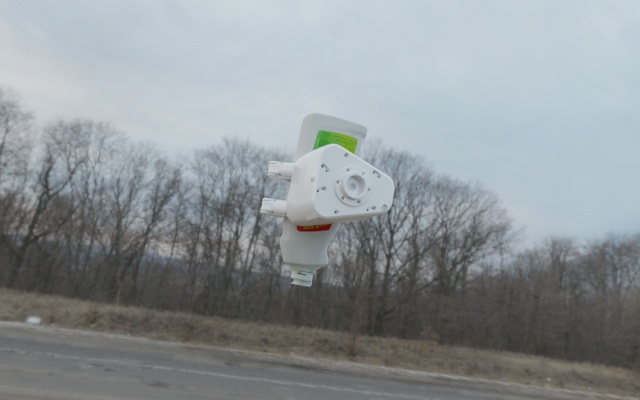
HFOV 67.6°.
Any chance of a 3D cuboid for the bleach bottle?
[{"bbox_3d":[0.000,0.002,0.713,0.102,0.250,0.068,13,-9,-18],"label":"bleach bottle"}]
